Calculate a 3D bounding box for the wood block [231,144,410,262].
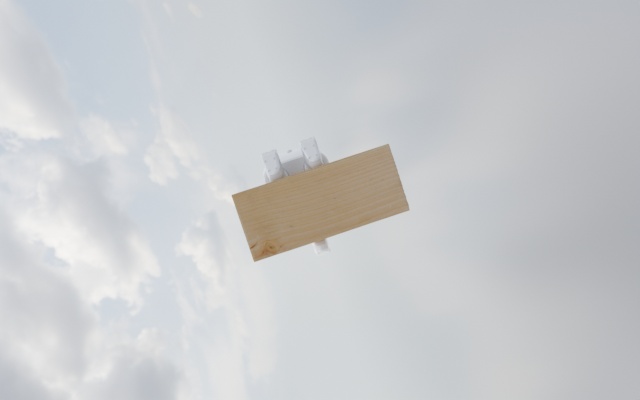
[{"bbox_3d":[0.000,0.002,0.635,0.206,0.091,0.090,-19,2,-2],"label":"wood block"}]
